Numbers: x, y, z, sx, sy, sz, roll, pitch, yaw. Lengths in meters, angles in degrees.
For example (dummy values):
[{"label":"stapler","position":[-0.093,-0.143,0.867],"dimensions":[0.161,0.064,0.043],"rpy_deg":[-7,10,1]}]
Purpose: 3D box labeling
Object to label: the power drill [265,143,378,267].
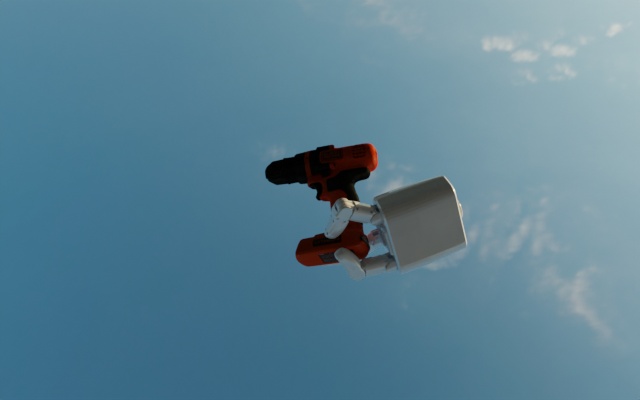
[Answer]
[{"label":"power drill","position":[0.000,0.003,0.727],"dimensions":[0.184,0.187,0.057],"rpy_deg":[-10,-29,15]}]
